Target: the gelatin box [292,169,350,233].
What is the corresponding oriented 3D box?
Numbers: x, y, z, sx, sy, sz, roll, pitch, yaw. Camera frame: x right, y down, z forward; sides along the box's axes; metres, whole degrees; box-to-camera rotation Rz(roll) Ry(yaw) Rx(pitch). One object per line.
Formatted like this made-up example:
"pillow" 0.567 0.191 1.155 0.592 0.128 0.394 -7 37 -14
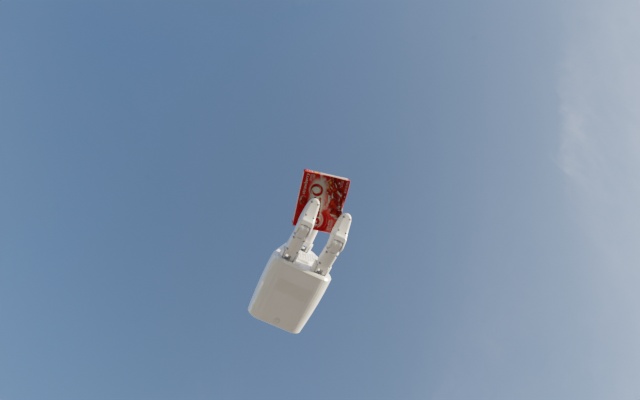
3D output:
"gelatin box" 0.000 0.002 0.741 0.073 0.089 0.030 13 8 -7
